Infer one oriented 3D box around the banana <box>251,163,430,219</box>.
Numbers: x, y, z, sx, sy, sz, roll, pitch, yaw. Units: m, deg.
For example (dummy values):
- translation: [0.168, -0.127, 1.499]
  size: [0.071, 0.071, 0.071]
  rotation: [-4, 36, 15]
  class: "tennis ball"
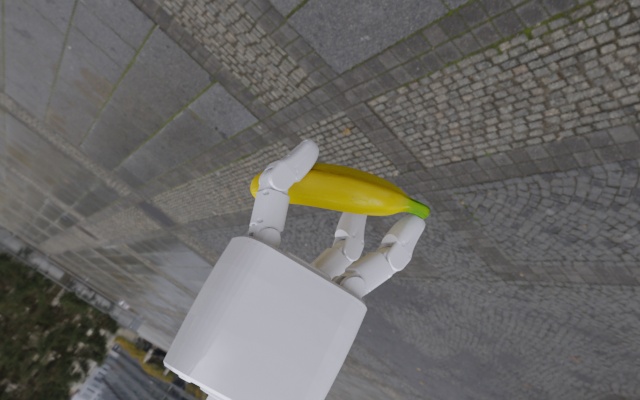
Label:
- translation: [-0.006, -0.008, 0.432]
  size: [0.198, 0.037, 0.070]
  rotation: [9, -26, 36]
  class: "banana"
